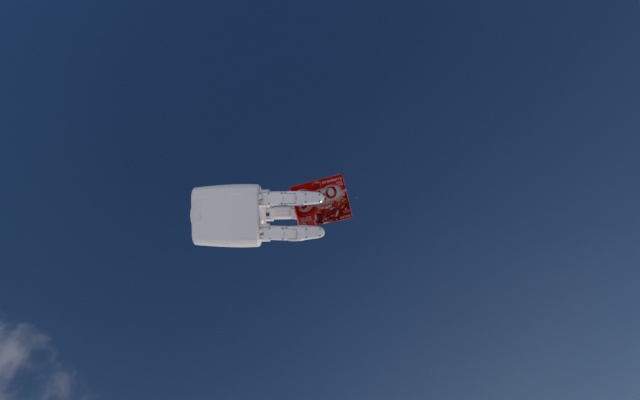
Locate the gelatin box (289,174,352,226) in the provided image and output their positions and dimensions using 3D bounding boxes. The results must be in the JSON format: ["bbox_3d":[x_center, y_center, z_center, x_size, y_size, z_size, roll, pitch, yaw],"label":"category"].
[{"bbox_3d":[0.000,0.002,0.775,0.089,0.073,0.030,-14,2,-5],"label":"gelatin box"}]
